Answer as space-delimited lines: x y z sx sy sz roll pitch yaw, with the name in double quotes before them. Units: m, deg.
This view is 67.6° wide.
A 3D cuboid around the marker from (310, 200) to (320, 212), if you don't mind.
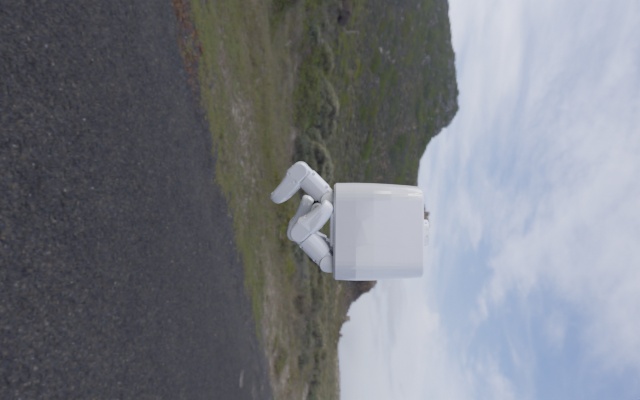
"marker" 0.000 0.002 0.626 0.020 0.020 0.121 0 11 3
